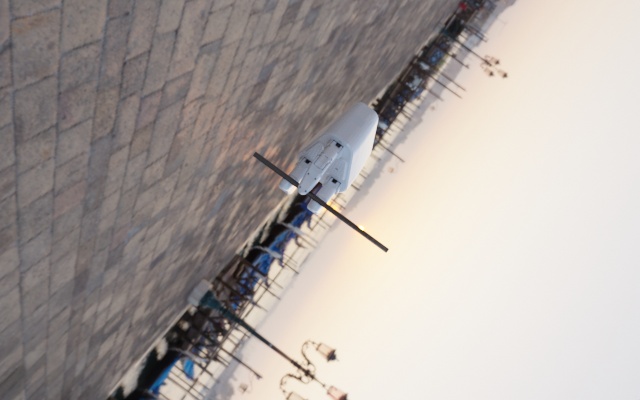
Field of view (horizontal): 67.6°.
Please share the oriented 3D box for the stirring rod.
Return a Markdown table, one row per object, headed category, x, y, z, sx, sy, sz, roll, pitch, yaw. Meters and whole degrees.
| category | x | y | z | sx | sy | sz | roll | pitch | yaw |
| --- | --- | --- | --- | --- | --- | --- | --- | --- | --- |
| stirring rod | 0.000 | 0.002 | 0.696 | 0.239 | 0.011 | 0.011 | 36 | 2 | 3 |
